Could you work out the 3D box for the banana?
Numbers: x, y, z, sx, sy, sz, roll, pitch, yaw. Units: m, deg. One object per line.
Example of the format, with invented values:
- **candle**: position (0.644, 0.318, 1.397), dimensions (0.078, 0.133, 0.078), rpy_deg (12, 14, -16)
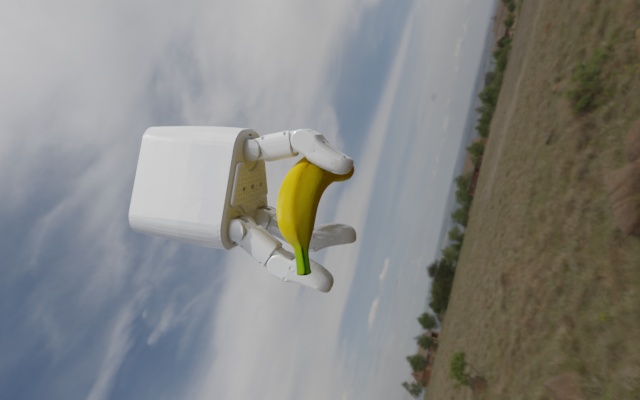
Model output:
- **banana**: position (-0.004, -0.013, 0.463), dimensions (0.037, 0.070, 0.197), rpy_deg (0, 29, 19)
